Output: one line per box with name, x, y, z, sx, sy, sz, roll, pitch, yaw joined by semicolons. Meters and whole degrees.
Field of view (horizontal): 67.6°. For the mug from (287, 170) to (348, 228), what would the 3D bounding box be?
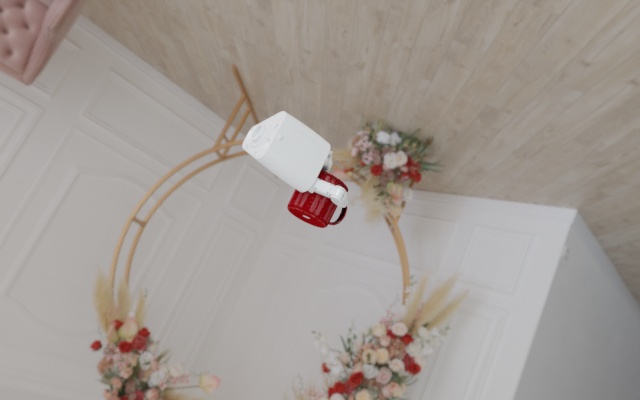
mug;0.001;0.004;0.870;0.117;0.081;0.093;35;-17;-31
